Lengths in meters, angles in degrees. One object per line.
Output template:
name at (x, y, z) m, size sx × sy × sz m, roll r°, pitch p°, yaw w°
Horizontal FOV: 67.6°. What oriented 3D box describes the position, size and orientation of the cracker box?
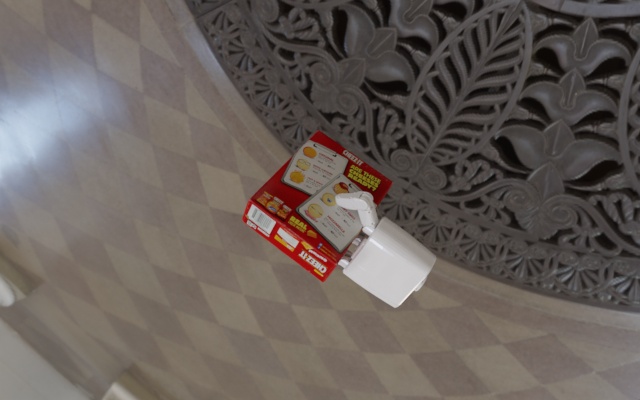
cracker box at (0.000, 0.003, 0.785) m, size 0.213 × 0.164 × 0.072 m, roll -50°, pitch -6°, yaw -41°
